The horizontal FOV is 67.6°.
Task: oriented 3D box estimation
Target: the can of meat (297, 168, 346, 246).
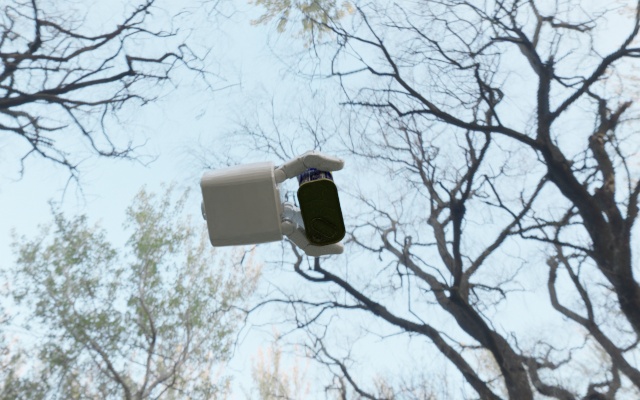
[{"bbox_3d":[0.000,0.002,0.705,0.057,0.102,0.084,-12,24,2],"label":"can of meat"}]
